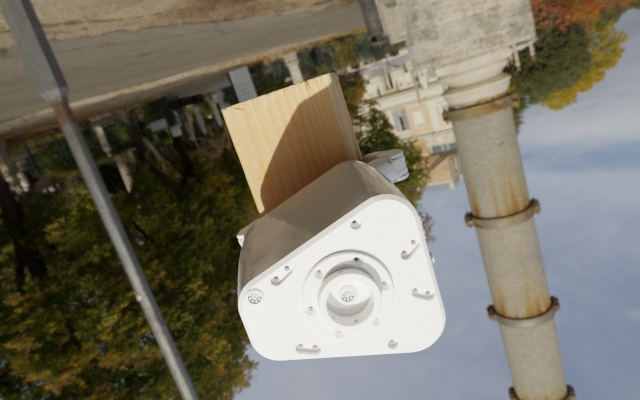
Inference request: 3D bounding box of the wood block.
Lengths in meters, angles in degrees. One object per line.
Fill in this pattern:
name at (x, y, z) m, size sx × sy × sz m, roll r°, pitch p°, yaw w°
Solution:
wood block at (0.000, 0.002, 0.422) m, size 0.091 × 0.206 × 0.090 m, roll -16°, pitch 14°, yaw 9°
